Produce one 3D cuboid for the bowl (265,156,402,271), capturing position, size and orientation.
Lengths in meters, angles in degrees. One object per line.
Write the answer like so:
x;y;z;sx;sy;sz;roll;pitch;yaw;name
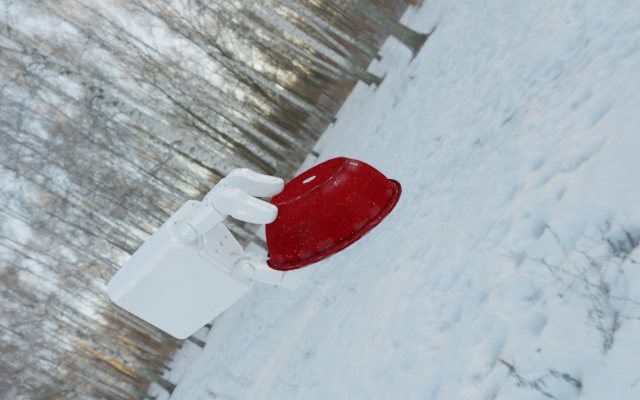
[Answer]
0.001;0.001;0.492;0.162;0.055;0.162;-28;16;9;bowl
